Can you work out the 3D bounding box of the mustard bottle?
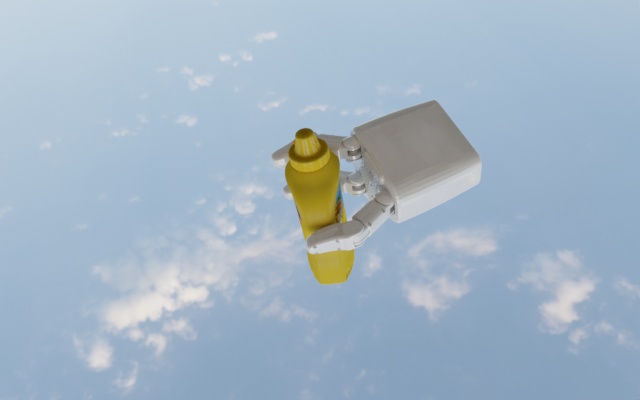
[{"bbox_3d":[0.000,0.002,0.524,0.058,0.096,0.192,-6,-45,7],"label":"mustard bottle"}]
